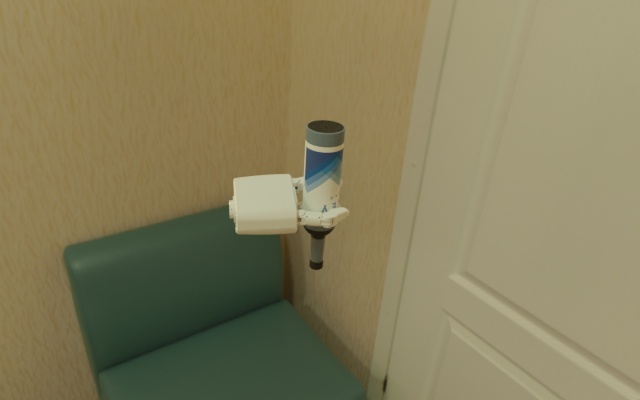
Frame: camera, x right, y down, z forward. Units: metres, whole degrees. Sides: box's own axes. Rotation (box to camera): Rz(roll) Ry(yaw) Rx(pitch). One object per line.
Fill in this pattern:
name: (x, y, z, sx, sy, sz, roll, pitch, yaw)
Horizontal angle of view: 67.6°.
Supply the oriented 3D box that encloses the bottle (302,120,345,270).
bottle: (0.000, 0.003, 0.880, 0.069, 0.296, 0.069, 3, 29, -2)
